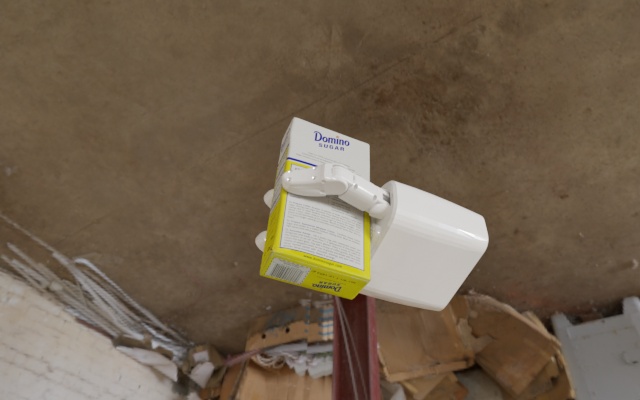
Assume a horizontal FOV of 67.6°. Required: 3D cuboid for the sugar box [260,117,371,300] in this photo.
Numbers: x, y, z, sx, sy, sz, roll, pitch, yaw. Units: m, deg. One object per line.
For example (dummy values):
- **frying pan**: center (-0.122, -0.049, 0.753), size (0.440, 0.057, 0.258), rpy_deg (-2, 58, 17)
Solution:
- **sugar box**: center (0.000, 0.002, 0.471), size (0.093, 0.176, 0.048), rpy_deg (18, -45, -14)
